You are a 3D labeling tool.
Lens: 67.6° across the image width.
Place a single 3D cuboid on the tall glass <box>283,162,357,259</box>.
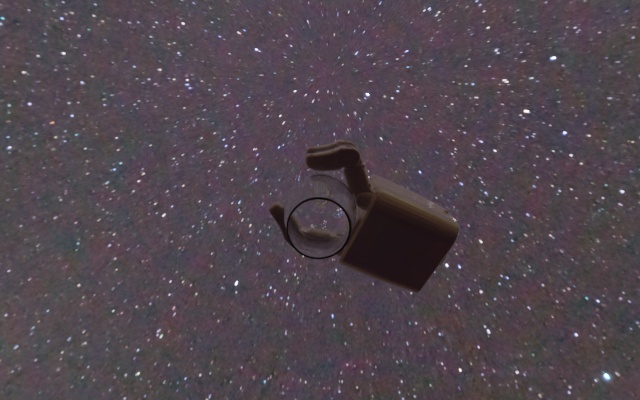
[{"bbox_3d":[0.000,0.002,0.545,0.079,0.079,0.201,0,15,1],"label":"tall glass"}]
